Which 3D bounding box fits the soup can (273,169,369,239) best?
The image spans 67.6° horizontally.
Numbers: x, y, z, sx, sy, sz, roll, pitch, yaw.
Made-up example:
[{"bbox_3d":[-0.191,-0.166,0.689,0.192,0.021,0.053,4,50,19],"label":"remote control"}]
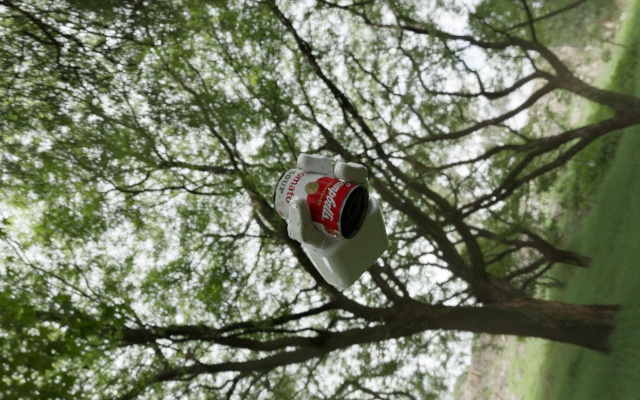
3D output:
[{"bbox_3d":[0.000,0.002,0.602,0.102,0.068,0.068,17,9,30],"label":"soup can"}]
